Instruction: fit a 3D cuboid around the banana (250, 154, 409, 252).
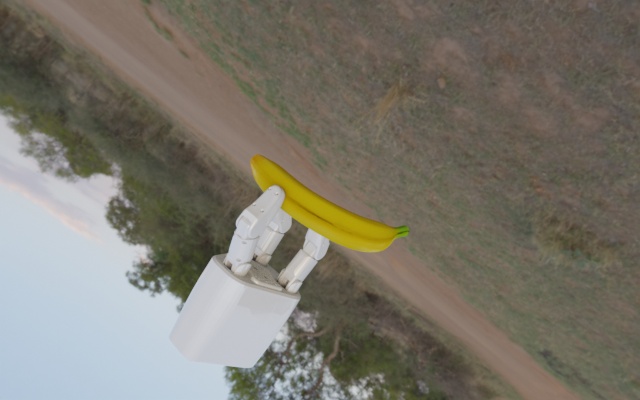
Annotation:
[{"bbox_3d":[-0.002,0.008,0.517,0.198,0.037,0.069,28,20,7],"label":"banana"}]
